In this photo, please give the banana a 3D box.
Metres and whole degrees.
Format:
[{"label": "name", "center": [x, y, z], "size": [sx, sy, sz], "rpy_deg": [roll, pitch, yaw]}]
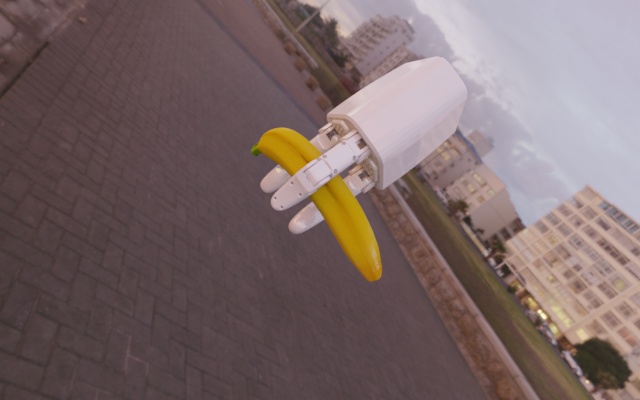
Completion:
[{"label": "banana", "center": [-0.001, -0.010, 0.463], "size": [0.037, 0.197, 0.070], "rpy_deg": [-33, -23, -19]}]
